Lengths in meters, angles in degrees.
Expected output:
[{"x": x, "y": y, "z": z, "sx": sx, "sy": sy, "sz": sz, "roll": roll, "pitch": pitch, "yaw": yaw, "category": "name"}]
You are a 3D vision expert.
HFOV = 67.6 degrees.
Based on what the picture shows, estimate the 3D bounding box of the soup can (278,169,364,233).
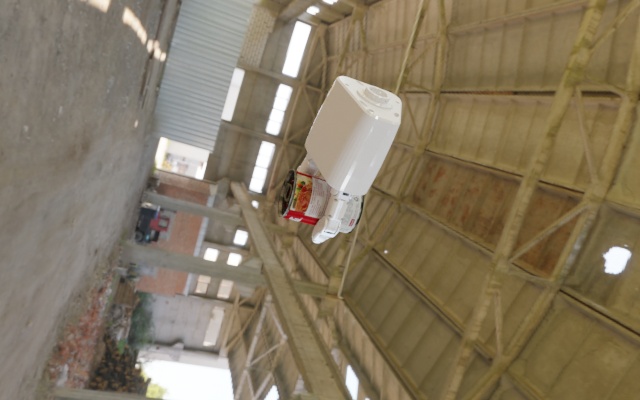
[{"x": 0.000, "y": 0.003, "z": 0.658, "sx": 0.102, "sy": 0.068, "sz": 0.068, "roll": 15, "pitch": -5, "yaw": -18, "category": "soup can"}]
